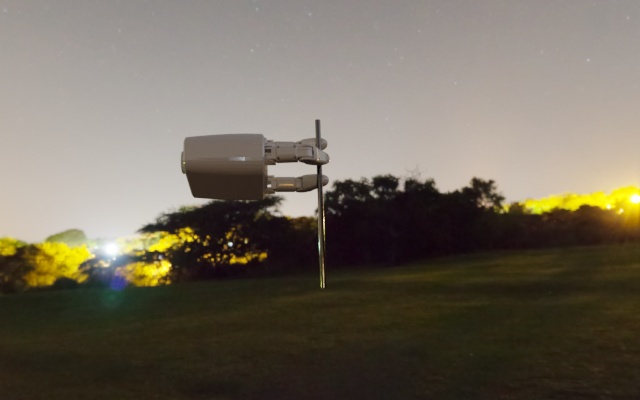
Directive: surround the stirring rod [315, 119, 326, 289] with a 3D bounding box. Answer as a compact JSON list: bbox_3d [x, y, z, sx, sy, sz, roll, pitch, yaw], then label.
[{"bbox_3d":[0.000,0.002,0.675,0.011,0.239,0.011,-2,-9,0],"label":"stirring rod"}]
